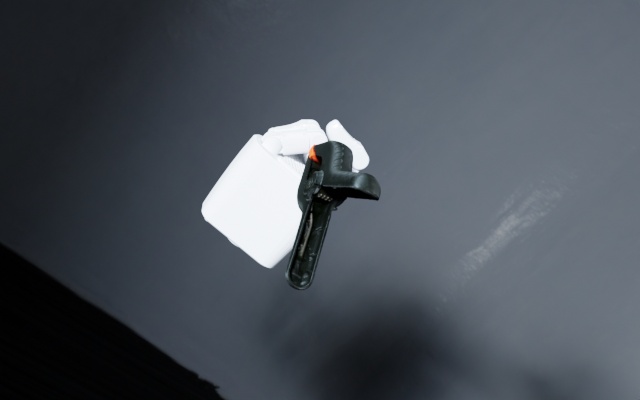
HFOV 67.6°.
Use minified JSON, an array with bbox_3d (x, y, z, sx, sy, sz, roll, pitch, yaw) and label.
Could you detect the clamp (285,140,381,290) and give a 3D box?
[{"bbox_3d":[0.000,0.001,0.447,0.039,0.120,0.171,34,16,-18],"label":"clamp"}]
